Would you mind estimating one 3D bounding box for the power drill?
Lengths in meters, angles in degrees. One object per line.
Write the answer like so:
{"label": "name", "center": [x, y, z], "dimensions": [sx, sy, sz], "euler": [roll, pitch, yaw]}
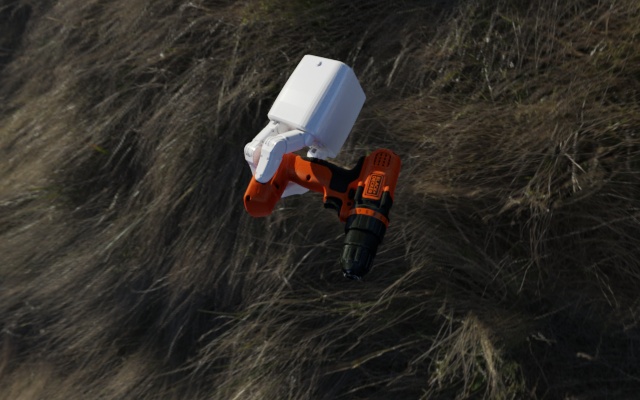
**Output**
{"label": "power drill", "center": [0.000, 0.002, 0.627], "dimensions": [0.187, 0.184, 0.057], "euler": [13, -29, 14]}
